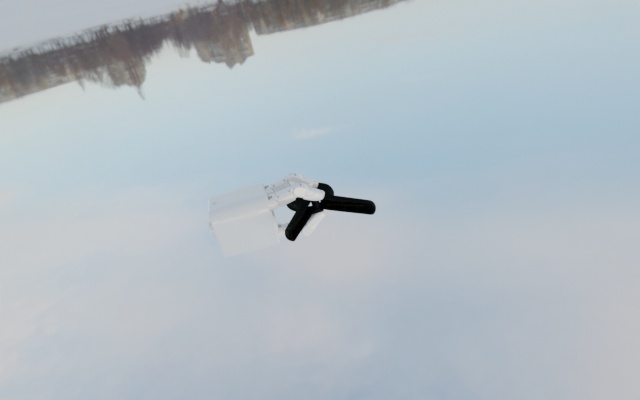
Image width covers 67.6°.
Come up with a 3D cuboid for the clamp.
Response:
[{"bbox_3d":[0.000,0.003,0.887,0.164,0.036,0.210,-14,24,-8],"label":"clamp"}]
